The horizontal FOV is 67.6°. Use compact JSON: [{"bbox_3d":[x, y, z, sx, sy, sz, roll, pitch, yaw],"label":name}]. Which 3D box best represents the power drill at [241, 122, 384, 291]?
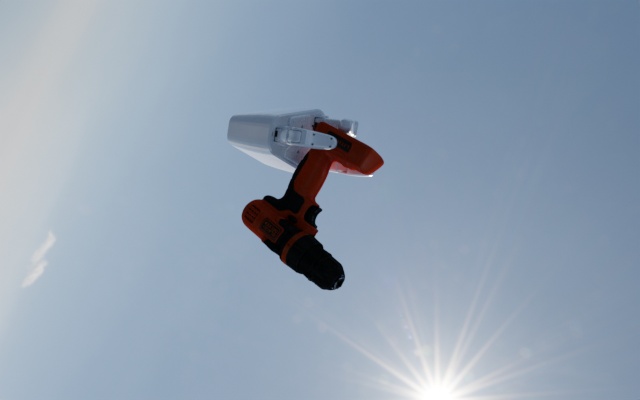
[{"bbox_3d":[0.000,0.002,0.632,0.184,0.187,0.057,35,-1,32],"label":"power drill"}]
